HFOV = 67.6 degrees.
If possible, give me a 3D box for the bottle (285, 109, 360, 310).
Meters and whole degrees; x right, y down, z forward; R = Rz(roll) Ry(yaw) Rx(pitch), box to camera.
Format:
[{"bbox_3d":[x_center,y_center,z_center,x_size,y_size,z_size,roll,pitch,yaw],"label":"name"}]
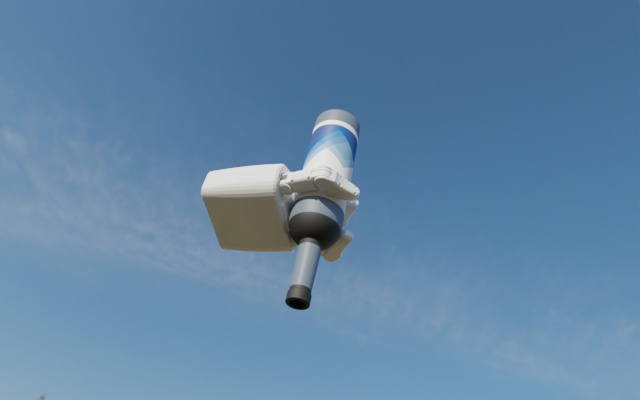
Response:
[{"bbox_3d":[0.000,0.002,0.610,0.069,0.295,0.069,8,-40,6],"label":"bottle"}]
